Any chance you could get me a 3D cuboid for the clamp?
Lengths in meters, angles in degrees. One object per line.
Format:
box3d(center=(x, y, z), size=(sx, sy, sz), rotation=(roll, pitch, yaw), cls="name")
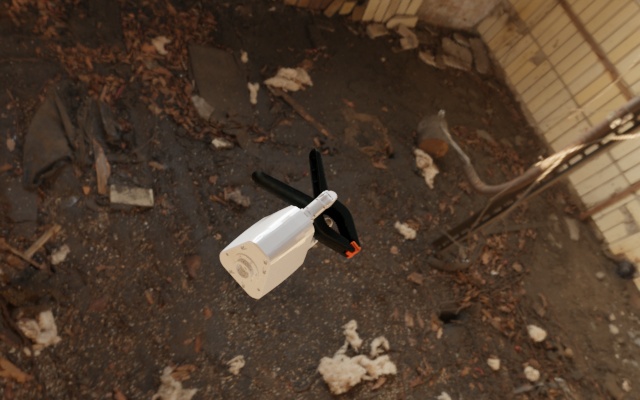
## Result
box3d(center=(0.001, 0.003, 0.821), size=(0.164, 0.210, 0.036), rotation=(-38, -6, -46), cls="clamp")
